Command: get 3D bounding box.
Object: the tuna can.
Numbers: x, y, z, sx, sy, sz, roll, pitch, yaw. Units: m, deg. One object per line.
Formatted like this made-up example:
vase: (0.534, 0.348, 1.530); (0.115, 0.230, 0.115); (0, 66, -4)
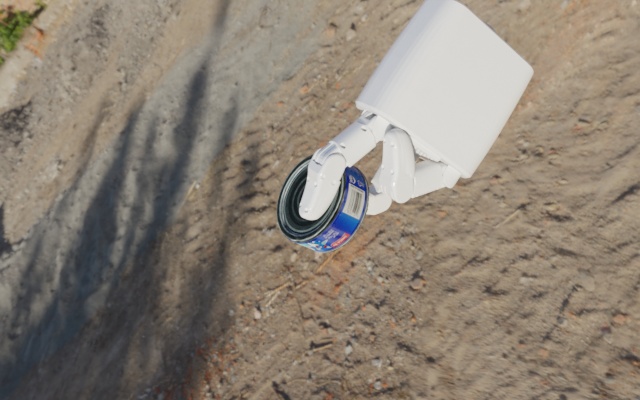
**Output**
tuna can: (0.000, 0.001, 0.427); (0.034, 0.086, 0.086); (26, -17, -40)
